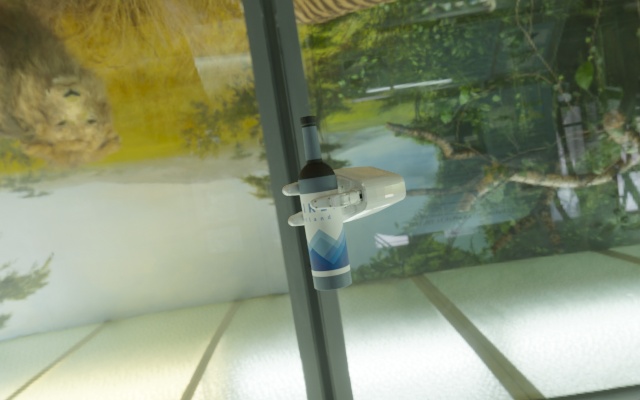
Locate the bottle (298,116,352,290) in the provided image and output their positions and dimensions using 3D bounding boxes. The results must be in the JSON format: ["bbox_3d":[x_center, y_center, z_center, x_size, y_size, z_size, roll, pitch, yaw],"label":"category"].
[{"bbox_3d":[0.000,0.003,0.824,0.069,0.296,0.069,-9,4,1],"label":"bottle"}]
